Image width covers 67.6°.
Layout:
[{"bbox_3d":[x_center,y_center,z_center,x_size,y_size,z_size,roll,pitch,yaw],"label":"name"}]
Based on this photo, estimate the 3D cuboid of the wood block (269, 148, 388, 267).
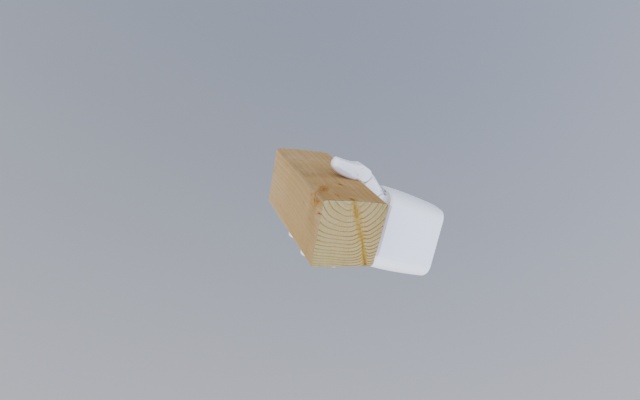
[{"bbox_3d":[0.001,0.002,0.670,0.090,0.091,0.206,3,21,-23],"label":"wood block"}]
